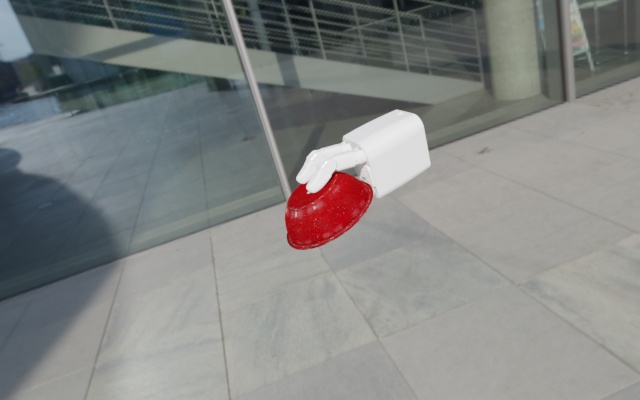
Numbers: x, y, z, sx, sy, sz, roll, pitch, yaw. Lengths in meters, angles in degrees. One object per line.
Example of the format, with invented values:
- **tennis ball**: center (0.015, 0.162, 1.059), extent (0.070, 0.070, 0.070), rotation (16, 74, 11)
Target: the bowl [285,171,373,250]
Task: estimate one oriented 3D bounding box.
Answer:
- **bowl**: center (-0.001, 0.003, 0.753), extent (0.162, 0.055, 0.162), rotation (-29, 26, 15)
